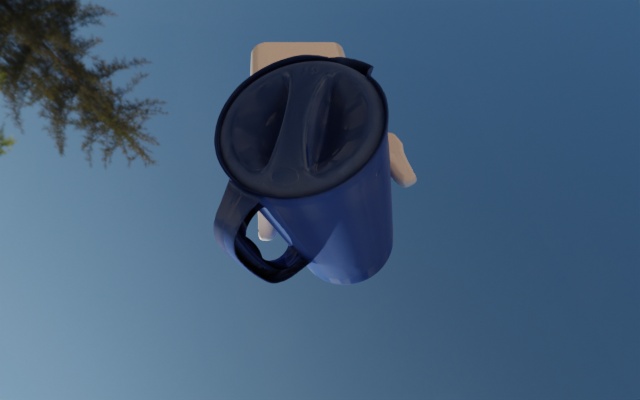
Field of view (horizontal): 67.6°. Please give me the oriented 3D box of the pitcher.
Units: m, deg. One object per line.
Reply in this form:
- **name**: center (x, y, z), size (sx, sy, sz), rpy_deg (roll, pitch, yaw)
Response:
- **pitcher**: center (0.000, 0.001, 0.450), size (0.149, 0.145, 0.243), rpy_deg (-14, -30, 6)
